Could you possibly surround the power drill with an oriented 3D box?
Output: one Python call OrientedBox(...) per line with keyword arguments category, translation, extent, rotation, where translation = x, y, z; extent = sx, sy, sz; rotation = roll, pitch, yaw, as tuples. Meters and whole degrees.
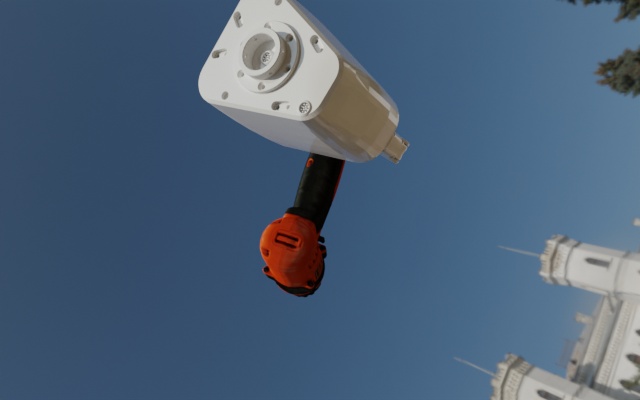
OrientedBox(category="power drill", translation=(0.000, 0.001, 0.475), extent=(0.057, 0.187, 0.184), rotation=(16, -18, 6))
